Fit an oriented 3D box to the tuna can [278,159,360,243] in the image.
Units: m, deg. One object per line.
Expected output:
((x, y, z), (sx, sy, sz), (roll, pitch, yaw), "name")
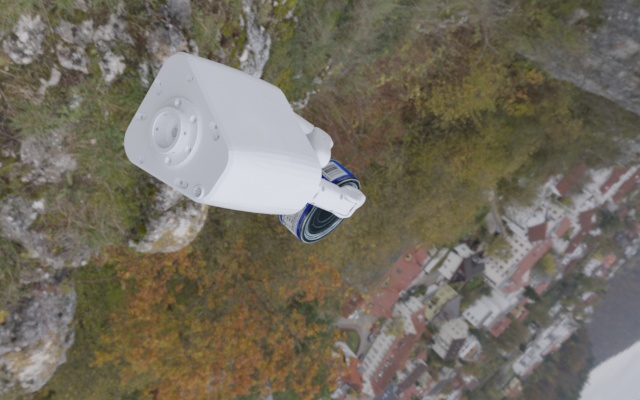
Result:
((0.001, 0.002, 0.485), (0.033, 0.086, 0.086), (42, 20, 24), "tuna can")
